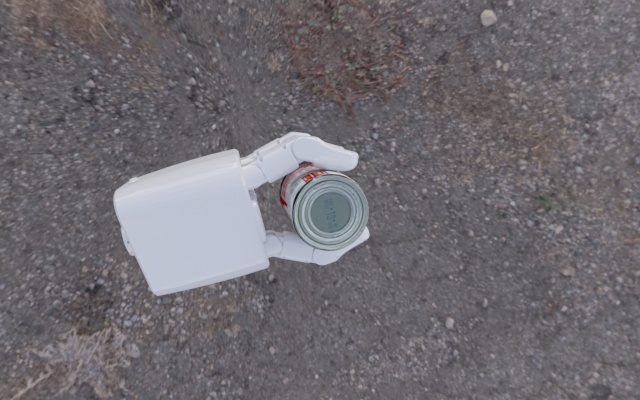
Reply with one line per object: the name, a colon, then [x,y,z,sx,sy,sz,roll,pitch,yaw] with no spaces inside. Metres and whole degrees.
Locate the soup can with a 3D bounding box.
soup can: [0.001,0.001,0.445,0.068,0.068,0.102,0,11,-10]
